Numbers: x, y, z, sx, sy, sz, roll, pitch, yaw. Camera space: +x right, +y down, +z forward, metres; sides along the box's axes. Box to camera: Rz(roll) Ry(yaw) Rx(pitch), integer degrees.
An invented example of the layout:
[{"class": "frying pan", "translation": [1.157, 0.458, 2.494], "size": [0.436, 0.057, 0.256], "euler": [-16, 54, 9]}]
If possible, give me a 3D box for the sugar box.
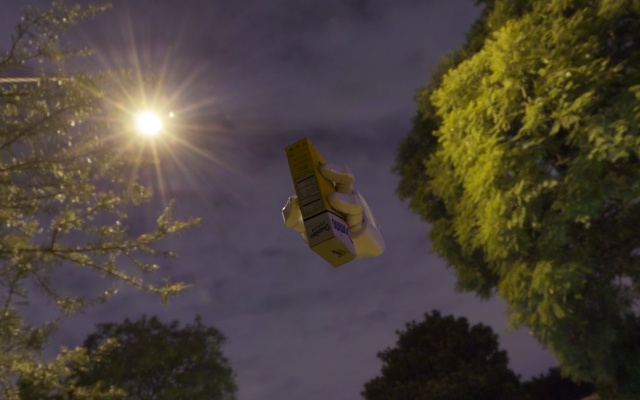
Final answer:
[{"class": "sugar box", "translation": [0.001, 0.002, 0.704], "size": [0.048, 0.176, 0.093], "euler": [-27, -33, 12]}]
